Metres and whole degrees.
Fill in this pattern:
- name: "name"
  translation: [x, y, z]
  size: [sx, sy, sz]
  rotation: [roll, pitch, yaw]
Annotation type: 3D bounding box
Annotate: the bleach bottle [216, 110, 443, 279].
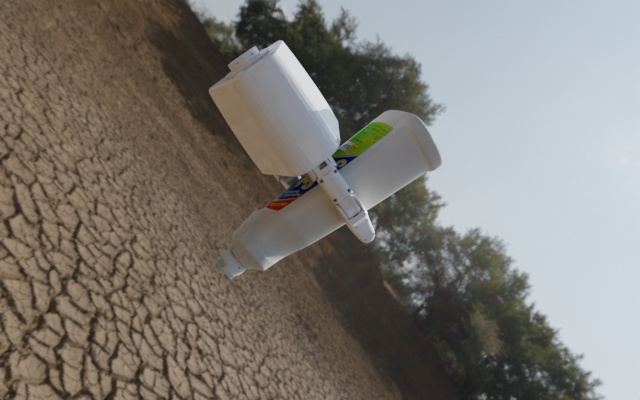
- name: "bleach bottle"
  translation: [0.000, 0.002, 0.509]
  size: [0.251, 0.068, 0.102]
  rotation: [-36, 21, -3]
